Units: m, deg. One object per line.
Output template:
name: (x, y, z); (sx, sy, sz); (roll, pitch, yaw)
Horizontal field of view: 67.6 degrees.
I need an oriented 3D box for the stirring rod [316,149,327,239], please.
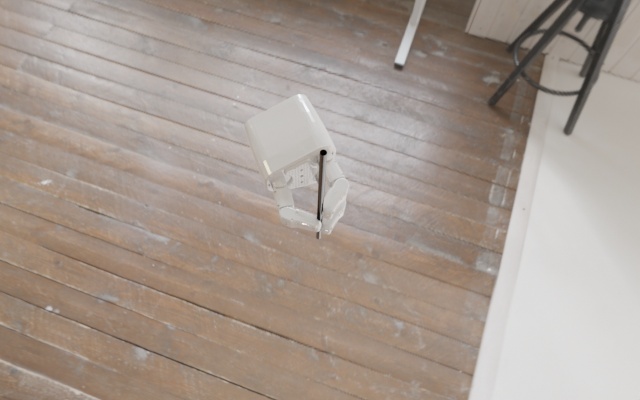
stirring rod: (0.000, 0.002, 0.614); (0.011, 0.011, 0.240); (0, -26, -2)
